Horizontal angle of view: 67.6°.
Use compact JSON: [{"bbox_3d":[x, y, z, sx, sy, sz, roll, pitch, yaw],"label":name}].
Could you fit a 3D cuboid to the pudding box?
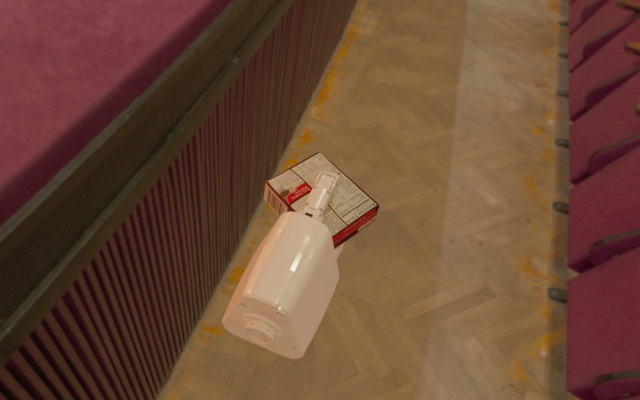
[{"bbox_3d":[0.000,0.002,0.575,0.090,0.113,0.039,-31,-26,-29],"label":"pudding box"}]
